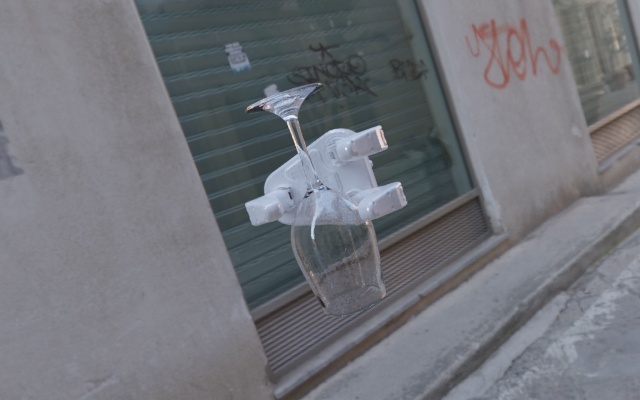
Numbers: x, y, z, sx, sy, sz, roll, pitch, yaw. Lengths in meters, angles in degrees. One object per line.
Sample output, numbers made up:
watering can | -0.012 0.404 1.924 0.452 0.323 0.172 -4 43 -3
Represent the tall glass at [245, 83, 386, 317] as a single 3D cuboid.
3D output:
tall glass | 0.000 0.001 0.438 0.079 0.201 0.079 -19 6 2
